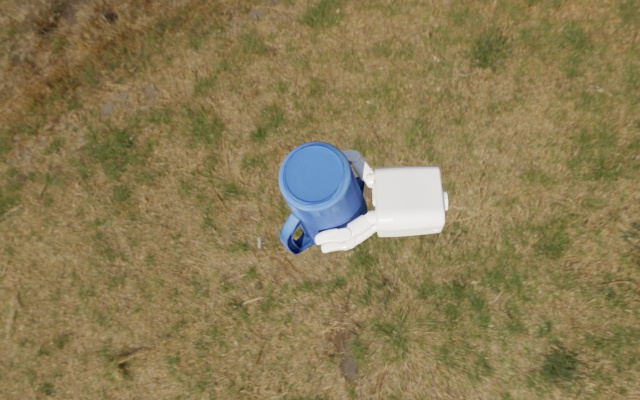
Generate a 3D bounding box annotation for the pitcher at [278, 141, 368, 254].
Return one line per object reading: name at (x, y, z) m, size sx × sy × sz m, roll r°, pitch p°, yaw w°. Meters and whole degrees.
pitcher at (0.000, 0.003, 0.795) m, size 0.145 × 0.149 × 0.243 m, roll -2°, pitch -16°, yaw 8°
